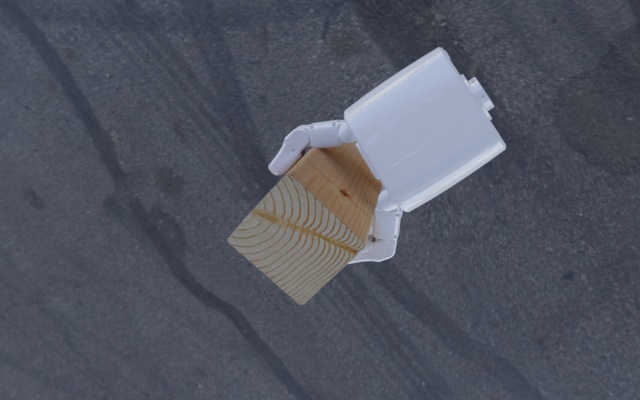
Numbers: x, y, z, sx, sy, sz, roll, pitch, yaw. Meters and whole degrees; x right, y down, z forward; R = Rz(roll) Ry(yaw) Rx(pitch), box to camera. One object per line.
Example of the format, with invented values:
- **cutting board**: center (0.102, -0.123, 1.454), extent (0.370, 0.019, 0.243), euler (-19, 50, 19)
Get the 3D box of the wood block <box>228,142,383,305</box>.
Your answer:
- **wood block**: center (0.000, 0.001, 0.497), extent (0.090, 0.091, 0.206), euler (-46, 4, 23)
